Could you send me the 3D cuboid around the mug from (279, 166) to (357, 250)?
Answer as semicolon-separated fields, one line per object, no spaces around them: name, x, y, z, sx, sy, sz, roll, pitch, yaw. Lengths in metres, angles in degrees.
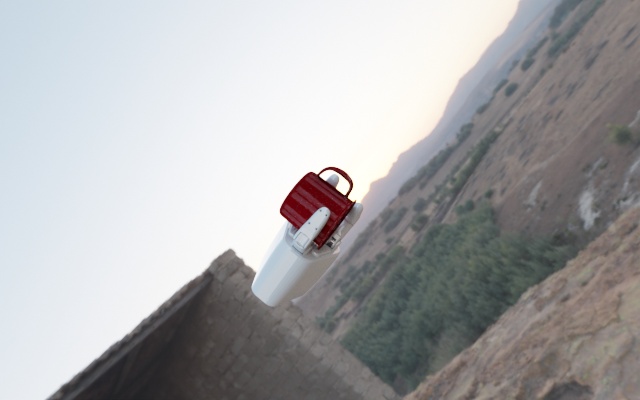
mug;0.001;0.001;0.693;0.081;0.117;0.093;38;23;6
